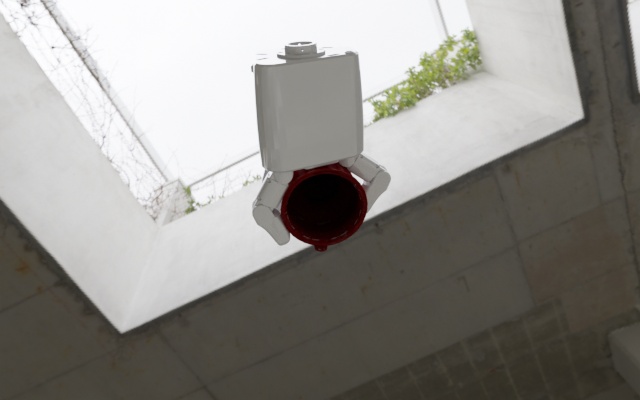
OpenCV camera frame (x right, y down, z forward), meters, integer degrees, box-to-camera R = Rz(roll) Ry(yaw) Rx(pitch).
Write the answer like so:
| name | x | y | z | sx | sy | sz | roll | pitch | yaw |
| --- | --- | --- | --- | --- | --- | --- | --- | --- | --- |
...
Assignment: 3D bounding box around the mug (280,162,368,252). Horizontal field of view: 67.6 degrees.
| name | x | y | z | sx | sy | sz | roll | pitch | yaw |
| --- | --- | --- | --- | --- | --- | --- | --- | --- | --- |
| mug | 0.000 | 0.003 | 0.547 | 0.093 | 0.117 | 0.081 | -5 | 28 | -5 |
